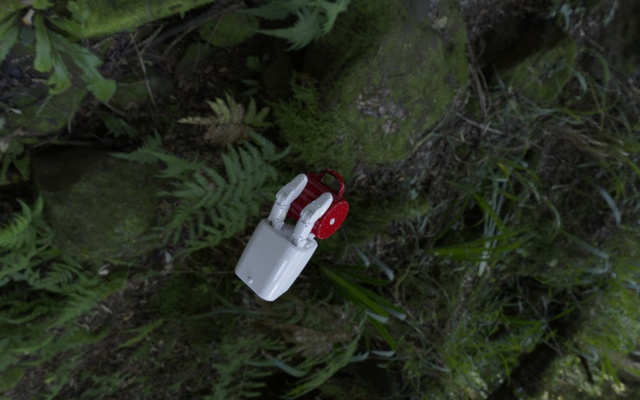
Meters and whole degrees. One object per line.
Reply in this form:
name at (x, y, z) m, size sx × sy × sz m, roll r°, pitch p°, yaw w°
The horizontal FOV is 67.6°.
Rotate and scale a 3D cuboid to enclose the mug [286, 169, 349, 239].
mug at (0.001, 0.002, 0.824) m, size 0.081 × 0.117 × 0.093 m, roll 37°, pitch 14°, yaw 25°
